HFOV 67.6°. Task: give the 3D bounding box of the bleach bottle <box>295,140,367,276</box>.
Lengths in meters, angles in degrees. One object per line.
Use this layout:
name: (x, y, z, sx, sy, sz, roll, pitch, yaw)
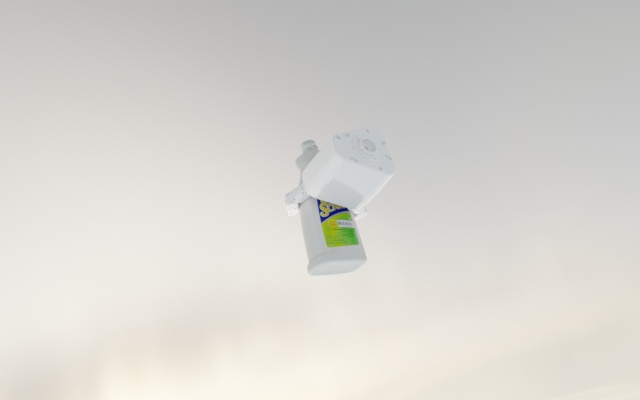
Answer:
bleach bottle: (0.000, 0.003, 0.837, 0.102, 0.250, 0.068, 1, -30, -31)
